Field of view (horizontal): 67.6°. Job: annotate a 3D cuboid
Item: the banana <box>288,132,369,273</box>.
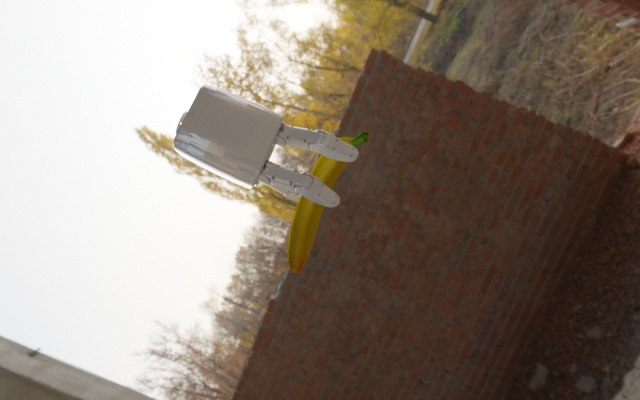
[{"bbox_3d":[-0.003,-0.004,0.622,0.037,0.198,0.069,24,3,-17],"label":"banana"}]
